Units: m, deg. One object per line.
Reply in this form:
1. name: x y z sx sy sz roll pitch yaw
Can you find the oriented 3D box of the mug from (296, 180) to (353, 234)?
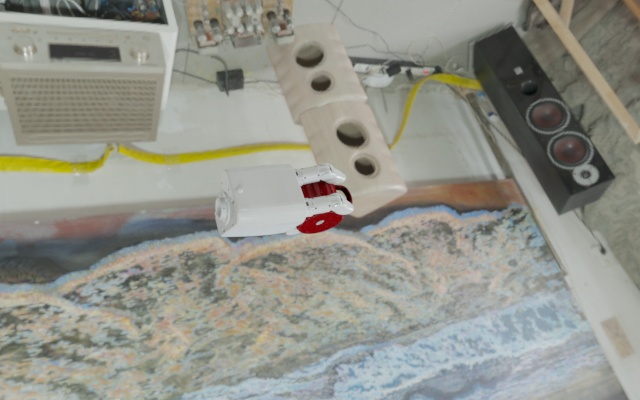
1. mug: 0.001 0.003 0.801 0.117 0.081 0.093 -5 -28 -27
